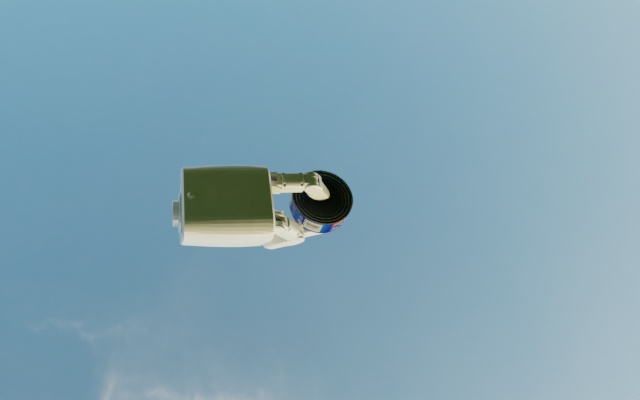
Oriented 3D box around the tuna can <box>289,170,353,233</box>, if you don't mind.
[{"bbox_3d":[0.000,0.002,0.670,0.086,0.086,0.034,0,-29,-15],"label":"tuna can"}]
